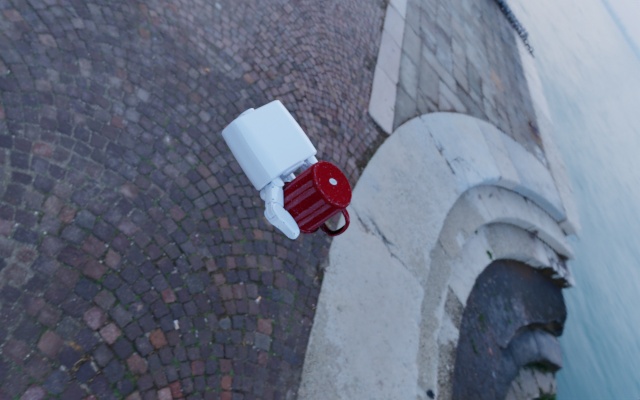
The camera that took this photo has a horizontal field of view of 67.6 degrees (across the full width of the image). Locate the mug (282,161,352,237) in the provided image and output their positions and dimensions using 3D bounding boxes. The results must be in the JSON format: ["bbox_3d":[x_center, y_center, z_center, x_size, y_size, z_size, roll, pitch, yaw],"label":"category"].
[{"bbox_3d":[0.001,0.003,0.728,0.081,0.117,0.093,-35,1,36],"label":"mug"}]
